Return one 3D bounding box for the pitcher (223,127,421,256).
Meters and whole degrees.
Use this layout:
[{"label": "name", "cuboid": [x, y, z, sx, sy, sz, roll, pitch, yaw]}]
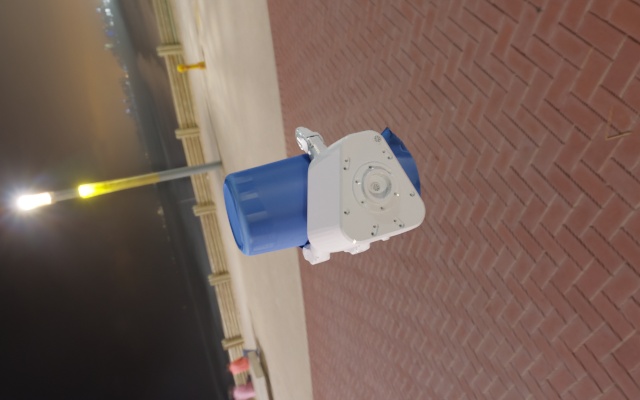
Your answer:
[{"label": "pitcher", "cuboid": [0.000, 0.002, 0.646, 0.243, 0.149, 0.145, -14, -2, -18]}]
